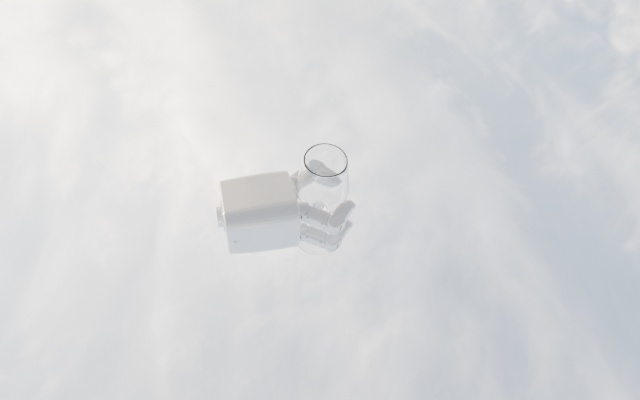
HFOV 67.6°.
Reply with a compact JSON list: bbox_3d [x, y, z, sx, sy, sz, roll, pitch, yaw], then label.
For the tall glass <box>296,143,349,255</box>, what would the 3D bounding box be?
[{"bbox_3d":[0.000,0.003,0.734,0.079,0.079,0.201,0,-36,-5],"label":"tall glass"}]
